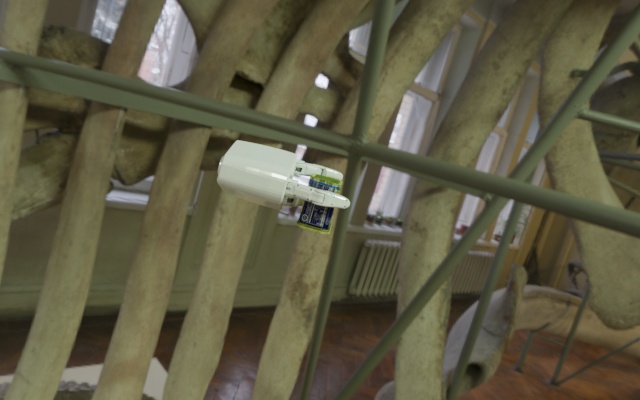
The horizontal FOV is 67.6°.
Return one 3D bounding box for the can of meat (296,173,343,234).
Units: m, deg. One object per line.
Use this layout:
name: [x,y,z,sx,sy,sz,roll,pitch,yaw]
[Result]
can of meat: [0.000,0.002,0.795,0.057,0.084,0.102,16,7,2]
